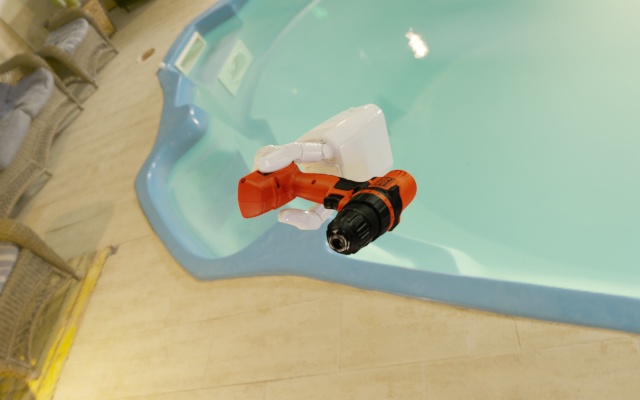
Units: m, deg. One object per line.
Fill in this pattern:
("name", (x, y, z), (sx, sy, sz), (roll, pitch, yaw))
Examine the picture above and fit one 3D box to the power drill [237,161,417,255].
("power drill", (0.000, 0.002, 0.551), (0.187, 0.057, 0.184), (10, 22, 27))
